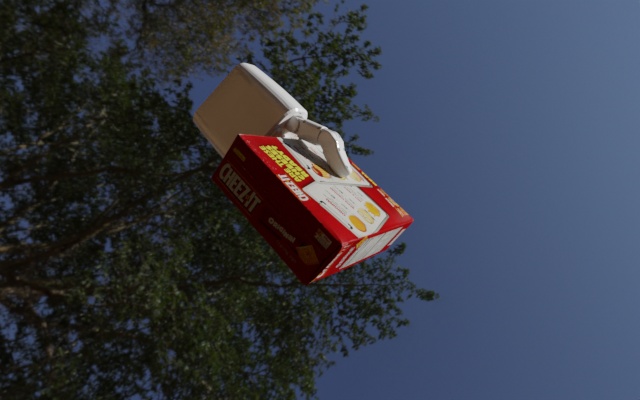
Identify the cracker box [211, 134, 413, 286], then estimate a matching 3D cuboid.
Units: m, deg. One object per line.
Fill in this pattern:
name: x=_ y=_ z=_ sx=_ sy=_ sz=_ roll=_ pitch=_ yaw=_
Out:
cracker box: x=0.000 y=0.002 z=0.571 sx=0.164 sy=0.072 sz=0.213 roll=46 pitch=24 yaw=18
